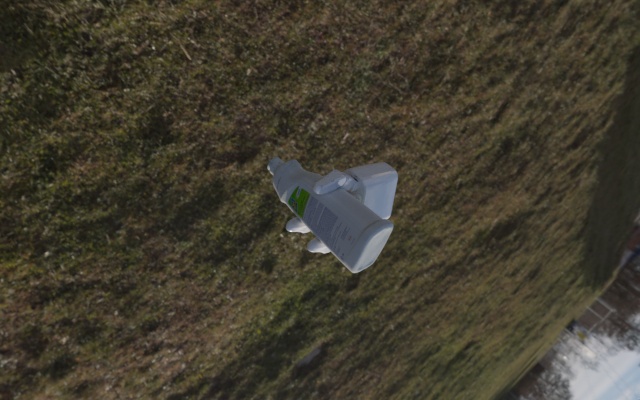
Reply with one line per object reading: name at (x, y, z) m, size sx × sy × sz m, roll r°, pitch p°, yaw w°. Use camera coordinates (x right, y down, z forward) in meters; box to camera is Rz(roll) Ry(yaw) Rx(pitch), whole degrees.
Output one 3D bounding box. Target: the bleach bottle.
bleach bottle at (0.000, 0.003, 0.798) m, size 0.068 × 0.103 × 0.250 m, roll -18°, pitch 51°, yaw -44°
